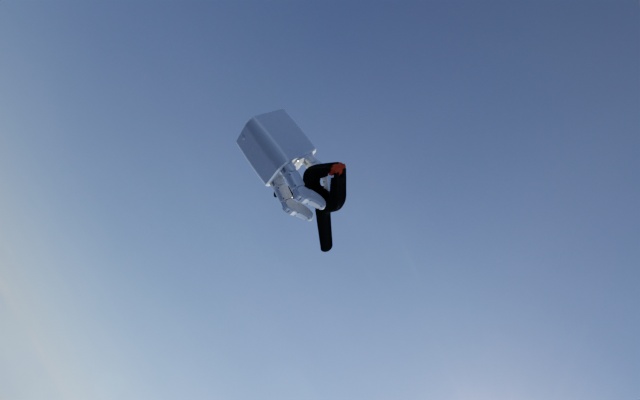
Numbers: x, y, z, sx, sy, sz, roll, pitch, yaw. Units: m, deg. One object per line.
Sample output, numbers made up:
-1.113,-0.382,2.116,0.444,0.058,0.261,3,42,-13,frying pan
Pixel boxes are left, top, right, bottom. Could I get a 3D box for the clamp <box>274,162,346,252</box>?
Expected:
0.001,0.002,0.889,0.036,0.164,0.210,-36,-5,-36,clamp
